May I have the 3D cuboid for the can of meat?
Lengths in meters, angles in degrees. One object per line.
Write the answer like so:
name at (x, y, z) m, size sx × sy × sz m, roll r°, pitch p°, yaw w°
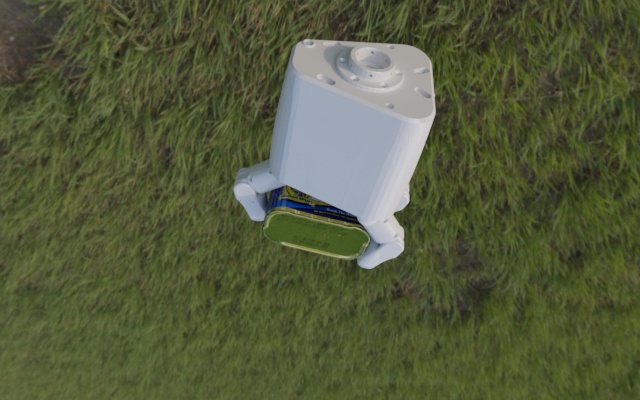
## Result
can of meat at (0.000, 0.002, 0.454) m, size 0.102 × 0.084 × 0.057 m, roll 13°, pitch -41°, yaw -6°
